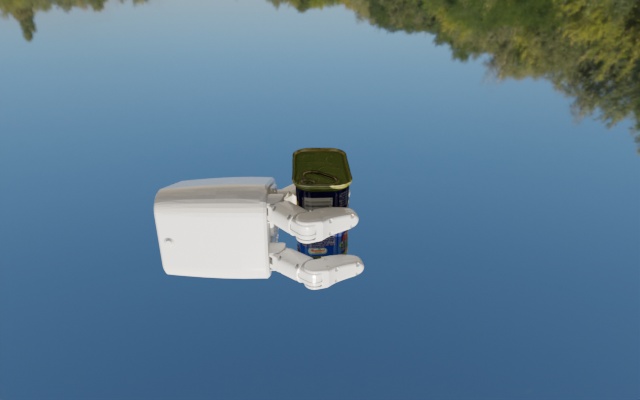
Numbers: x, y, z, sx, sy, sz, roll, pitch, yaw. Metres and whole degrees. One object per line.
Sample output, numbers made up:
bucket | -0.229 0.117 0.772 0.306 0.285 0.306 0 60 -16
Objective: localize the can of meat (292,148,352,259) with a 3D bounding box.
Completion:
can of meat | 0.000 0.002 0.496 0.057 0.084 0.102 -1 26 -3
